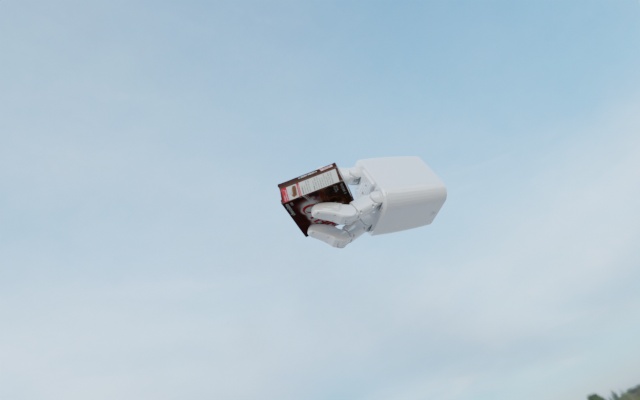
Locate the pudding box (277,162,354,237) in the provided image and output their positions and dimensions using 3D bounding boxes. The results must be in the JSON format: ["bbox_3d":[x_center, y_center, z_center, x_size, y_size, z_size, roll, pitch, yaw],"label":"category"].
[{"bbox_3d":[0.000,0.002,0.681,0.090,0.039,0.114,-21,-35,6],"label":"pudding box"}]
